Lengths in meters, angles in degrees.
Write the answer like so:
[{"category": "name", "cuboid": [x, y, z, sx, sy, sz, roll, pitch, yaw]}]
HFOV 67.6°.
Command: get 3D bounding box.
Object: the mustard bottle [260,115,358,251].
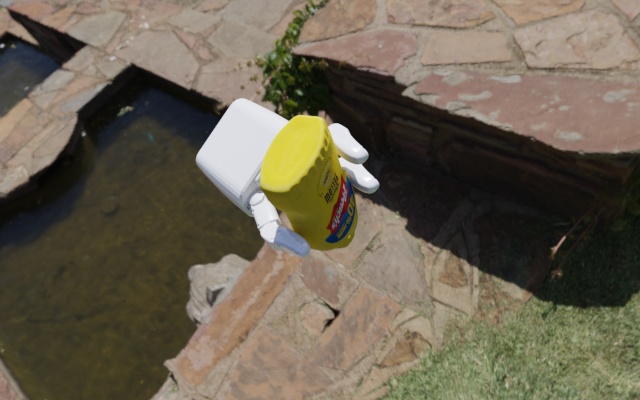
[{"category": "mustard bottle", "cuboid": [0.000, 0.002, 0.534, 0.058, 0.096, 0.192, 9, -29, 26]}]
